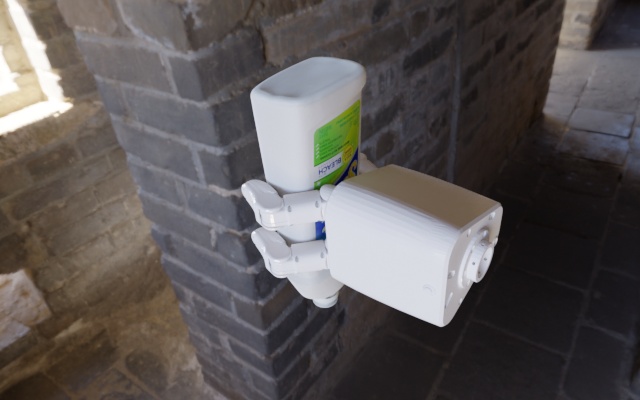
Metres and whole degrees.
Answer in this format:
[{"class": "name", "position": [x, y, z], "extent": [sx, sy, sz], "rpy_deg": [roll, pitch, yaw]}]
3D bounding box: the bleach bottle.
[{"class": "bleach bottle", "position": [0.000, 0.002, 0.459], "extent": [0.068, 0.251, 0.102], "rpy_deg": [21, 44, 33]}]
